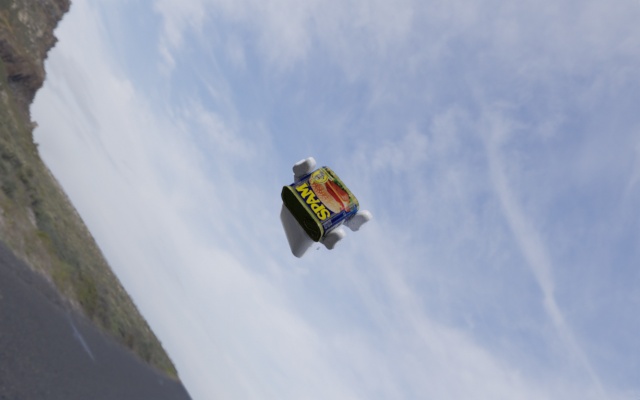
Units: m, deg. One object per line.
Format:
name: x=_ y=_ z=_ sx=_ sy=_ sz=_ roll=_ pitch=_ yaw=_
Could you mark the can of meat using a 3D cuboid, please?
can of meat: x=0.000 y=0.002 z=0.772 sx=0.084 sy=0.102 sz=0.057 roll=-31 pitch=-17 yaw=-25
